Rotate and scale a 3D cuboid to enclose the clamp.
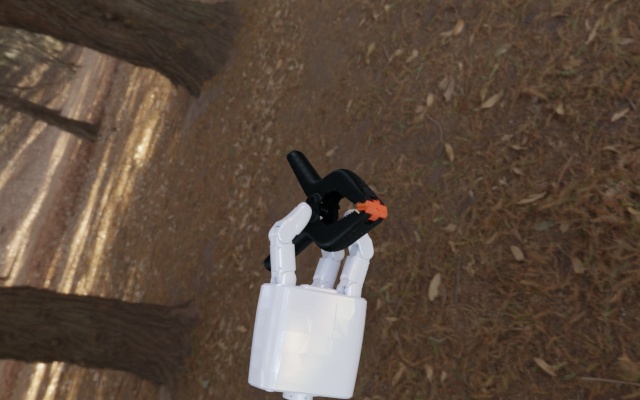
[{"bbox_3d":[0.000,0.002,0.568,0.036,0.164,0.210,15,-16,-33],"label":"clamp"}]
